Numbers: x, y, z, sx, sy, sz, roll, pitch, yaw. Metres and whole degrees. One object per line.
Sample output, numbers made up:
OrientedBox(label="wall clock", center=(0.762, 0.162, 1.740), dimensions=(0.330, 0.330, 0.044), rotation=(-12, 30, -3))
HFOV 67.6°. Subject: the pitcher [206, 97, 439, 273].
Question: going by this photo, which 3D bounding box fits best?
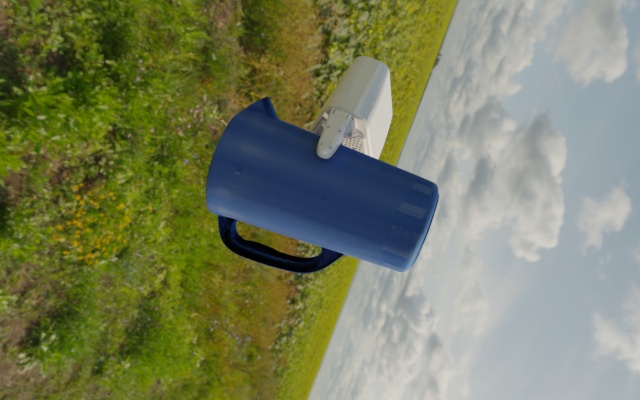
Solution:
OrientedBox(label="pitcher", center=(0.000, 0.002, 0.551), dimensions=(0.243, 0.145, 0.149), rotation=(20, -33, 7))
